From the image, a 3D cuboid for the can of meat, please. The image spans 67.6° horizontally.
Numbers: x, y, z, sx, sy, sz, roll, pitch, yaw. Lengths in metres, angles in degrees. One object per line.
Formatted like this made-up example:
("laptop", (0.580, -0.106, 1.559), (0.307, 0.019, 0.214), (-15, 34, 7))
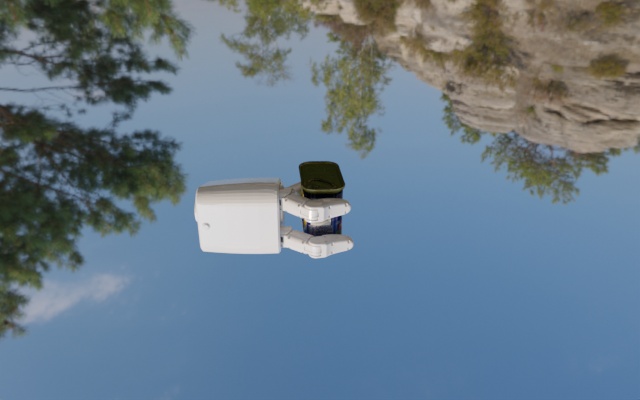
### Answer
("can of meat", (0.000, 0.002, 0.662), (0.057, 0.084, 0.102), (-2, 25, -5))
